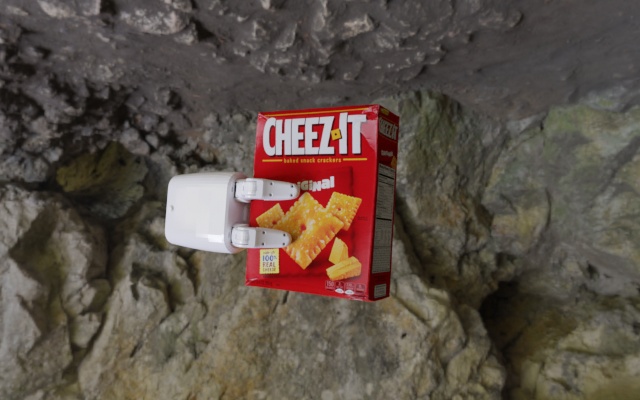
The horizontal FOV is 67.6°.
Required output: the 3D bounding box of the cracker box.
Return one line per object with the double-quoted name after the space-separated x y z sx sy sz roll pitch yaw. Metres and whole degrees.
0.000 0.002 0.563 0.164 0.213 0.072 2 -3 28 "cracker box"
